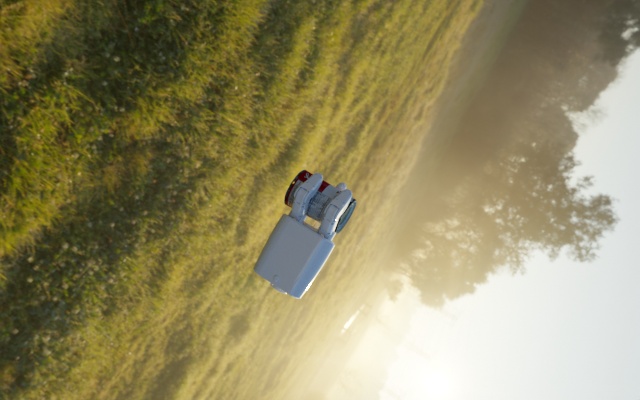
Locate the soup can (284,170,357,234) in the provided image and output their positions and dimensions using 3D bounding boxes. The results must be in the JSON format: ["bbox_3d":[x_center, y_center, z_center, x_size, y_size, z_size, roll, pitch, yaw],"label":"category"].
[{"bbox_3d":[0.001,0.002,0.790,0.102,0.068,0.068,31,8,14],"label":"soup can"}]
